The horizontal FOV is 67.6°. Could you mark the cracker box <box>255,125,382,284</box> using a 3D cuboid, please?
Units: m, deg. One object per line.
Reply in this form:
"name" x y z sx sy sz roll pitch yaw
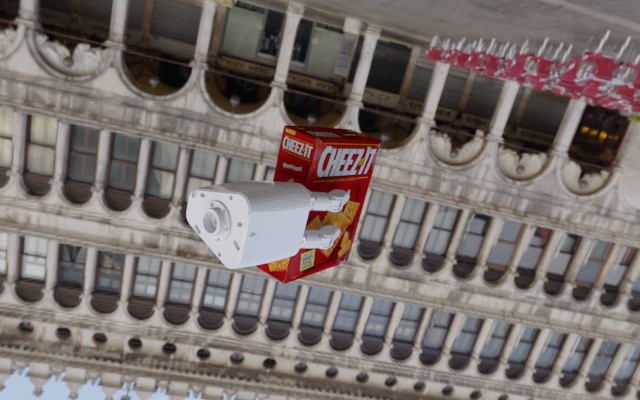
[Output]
"cracker box" 0.000 0.002 0.716 0.072 0.214 0.164 26 20 33
